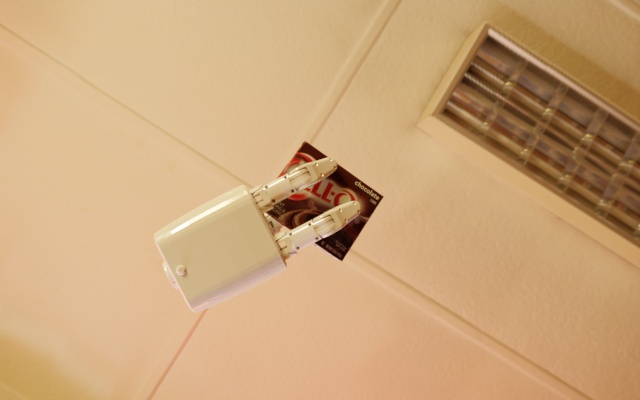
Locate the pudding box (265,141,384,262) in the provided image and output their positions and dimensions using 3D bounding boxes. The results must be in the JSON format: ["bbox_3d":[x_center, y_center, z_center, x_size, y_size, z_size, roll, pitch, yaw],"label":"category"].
[{"bbox_3d":[0.000,0.002,0.542,0.113,0.090,0.039,35,-10,-6],"label":"pudding box"}]
